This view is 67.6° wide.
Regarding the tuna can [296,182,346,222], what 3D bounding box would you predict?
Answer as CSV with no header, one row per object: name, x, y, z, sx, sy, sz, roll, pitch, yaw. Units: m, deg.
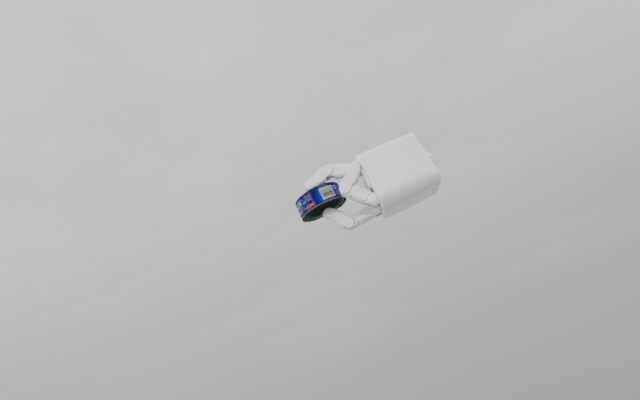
tuna can,0.000,0.002,0.834,0.086,0.033,0.086,-25,-16,-8
